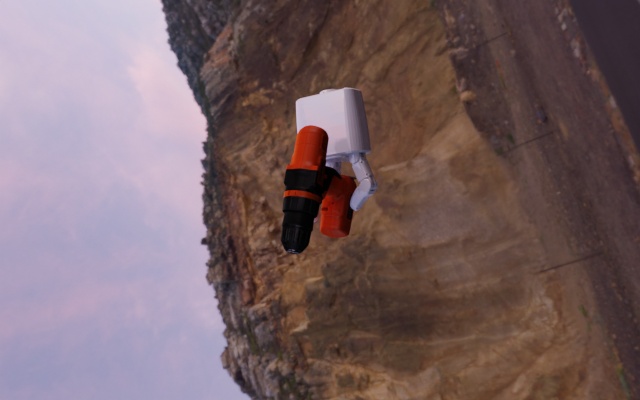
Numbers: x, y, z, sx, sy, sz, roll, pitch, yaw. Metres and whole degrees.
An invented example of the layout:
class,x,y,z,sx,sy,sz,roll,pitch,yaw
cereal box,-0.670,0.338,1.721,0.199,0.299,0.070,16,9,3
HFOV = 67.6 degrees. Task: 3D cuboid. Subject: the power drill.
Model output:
class,x,y,z,sx,sy,sz,roll,pitch,yaw
power drill,0.000,0.002,0.727,0.057,0.184,0.188,6,-14,20
